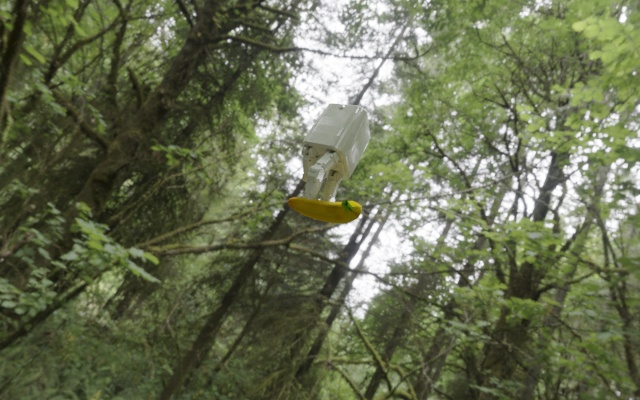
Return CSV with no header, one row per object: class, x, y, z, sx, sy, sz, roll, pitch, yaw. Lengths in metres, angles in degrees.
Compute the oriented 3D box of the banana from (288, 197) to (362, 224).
banana,0.015,0.014,0.848,0.070,0.037,0.198,40,-21,-26
